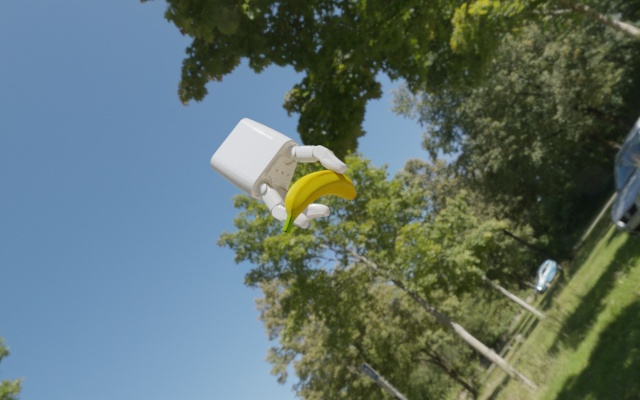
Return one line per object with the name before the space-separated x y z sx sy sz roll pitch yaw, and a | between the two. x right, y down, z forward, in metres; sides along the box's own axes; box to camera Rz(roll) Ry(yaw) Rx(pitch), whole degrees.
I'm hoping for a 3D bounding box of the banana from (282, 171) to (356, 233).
banana | 0.002 -0.013 0.729 0.037 0.070 0.197 26 28 27
